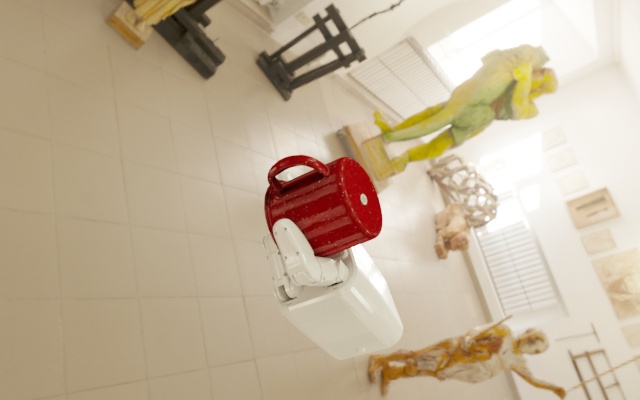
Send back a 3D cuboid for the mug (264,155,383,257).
[{"bbox_3d":[-0.001,0.000,0.448,0.081,0.117,0.093,-23,35,26],"label":"mug"}]
